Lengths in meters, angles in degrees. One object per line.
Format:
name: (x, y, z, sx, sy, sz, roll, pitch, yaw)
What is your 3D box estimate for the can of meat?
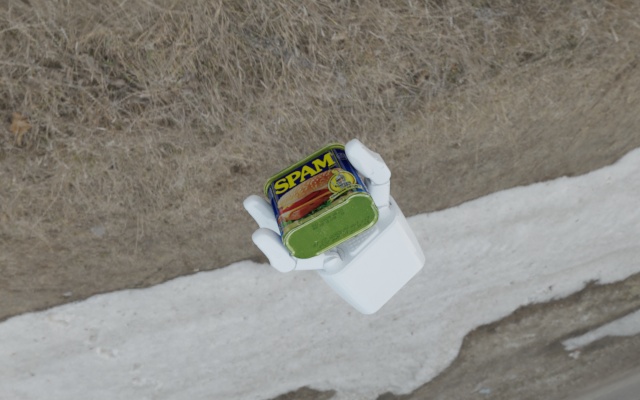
can of meat: (0.000, 0.002, 0.486, 0.102, 0.084, 0.057, -29, -46, 6)
